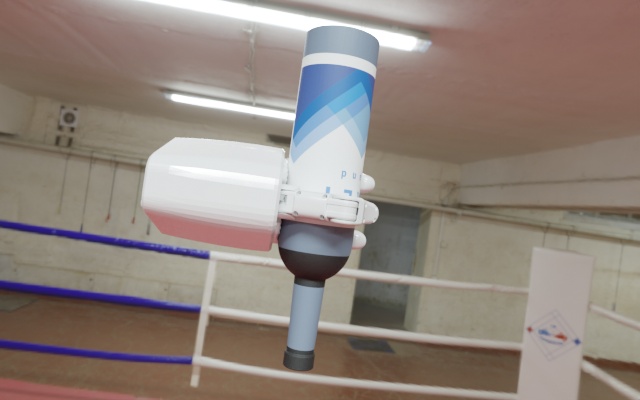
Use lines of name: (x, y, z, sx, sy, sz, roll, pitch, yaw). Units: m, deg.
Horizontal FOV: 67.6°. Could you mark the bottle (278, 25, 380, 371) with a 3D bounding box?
bottle: (0.000, 0.001, 0.426, 0.069, 0.295, 0.069, 8, -1, 0)
